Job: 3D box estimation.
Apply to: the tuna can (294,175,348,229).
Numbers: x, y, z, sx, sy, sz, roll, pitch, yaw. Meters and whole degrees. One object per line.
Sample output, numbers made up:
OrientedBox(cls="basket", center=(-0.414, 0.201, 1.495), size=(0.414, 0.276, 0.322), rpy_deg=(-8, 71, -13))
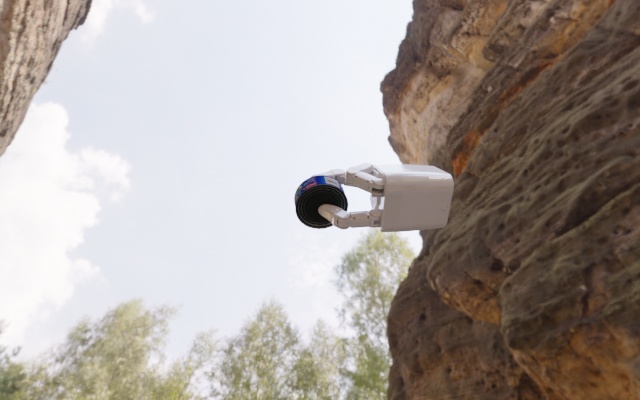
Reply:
OrientedBox(cls="tuna can", center=(0.000, 0.002, 0.775), size=(0.086, 0.086, 0.033), rpy_deg=(0, 33, -10))
